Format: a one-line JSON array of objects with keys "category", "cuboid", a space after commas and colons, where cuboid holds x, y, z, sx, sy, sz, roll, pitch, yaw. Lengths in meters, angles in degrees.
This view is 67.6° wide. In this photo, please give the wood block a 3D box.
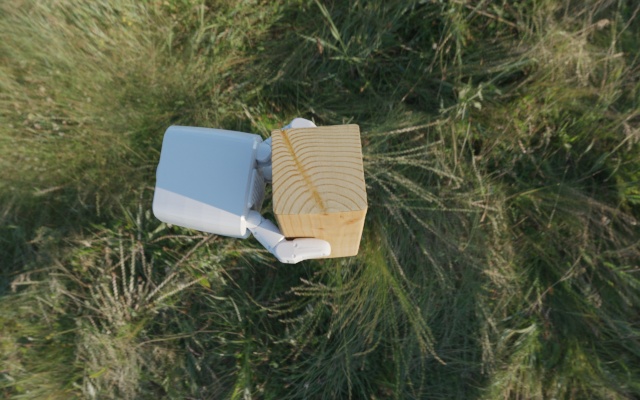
[{"category": "wood block", "cuboid": [0.000, 0.002, 0.553, 0.090, 0.090, 0.206, -3, -18, 1]}]
